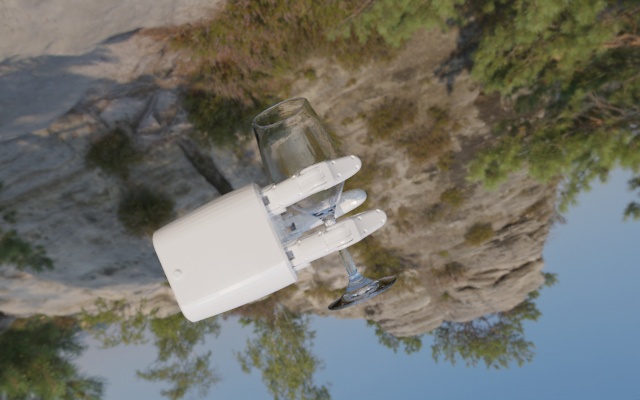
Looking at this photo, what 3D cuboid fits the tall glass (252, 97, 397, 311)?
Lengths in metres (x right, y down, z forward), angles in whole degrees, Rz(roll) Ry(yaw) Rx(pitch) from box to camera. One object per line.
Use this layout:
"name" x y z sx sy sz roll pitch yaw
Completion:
"tall glass" 0.000 0.002 0.474 0.079 0.201 0.079 -24 -3 -1
